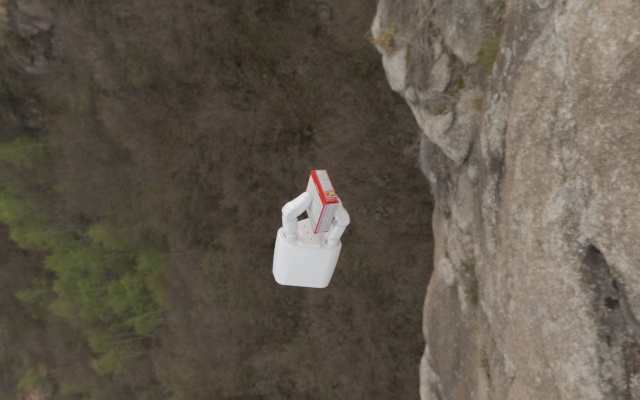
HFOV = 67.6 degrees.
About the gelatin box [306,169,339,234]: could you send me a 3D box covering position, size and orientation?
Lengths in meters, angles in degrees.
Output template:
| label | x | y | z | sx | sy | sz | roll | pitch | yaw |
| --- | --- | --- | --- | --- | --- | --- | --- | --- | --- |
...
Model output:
| label | x | y | z | sx | sy | sz | roll | pitch | yaw |
| --- | --- | --- | --- | --- | --- | --- | --- | --- | --- |
| gelatin box | 0.000 | 0.003 | 0.819 | 0.030 | 0.073 | 0.089 | -7 | -36 | -19 |
